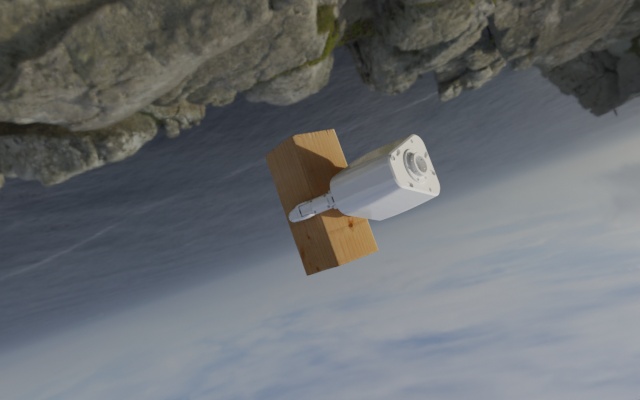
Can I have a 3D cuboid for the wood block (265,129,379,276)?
[{"bbox_3d":[0.000,0.003,0.760,0.091,0.206,0.090,-15,-7,-37],"label":"wood block"}]
